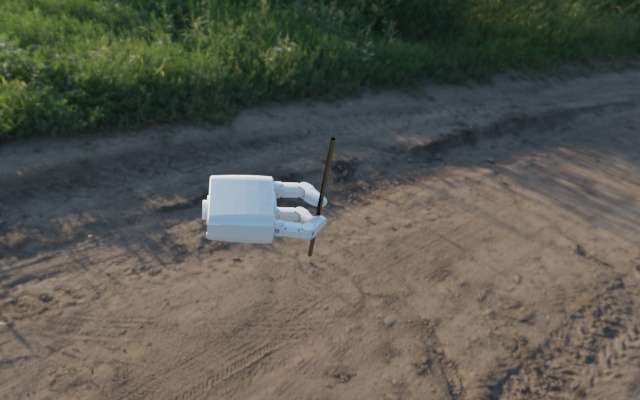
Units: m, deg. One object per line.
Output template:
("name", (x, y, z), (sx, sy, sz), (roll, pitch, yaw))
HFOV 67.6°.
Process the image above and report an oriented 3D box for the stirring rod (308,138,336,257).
("stirring rod", (0.000, 0.003, 0.798), (0.011, 0.240, 0.011), (8, 35, -5))
